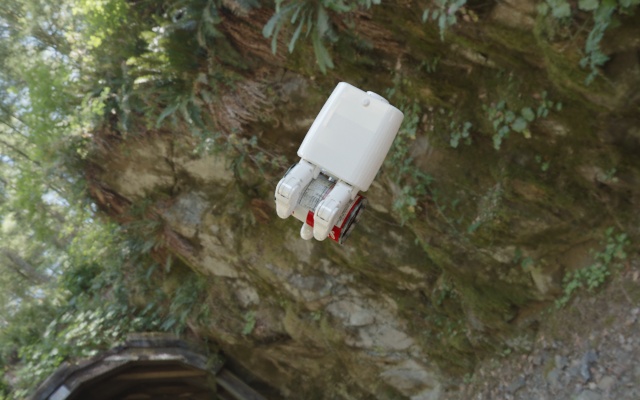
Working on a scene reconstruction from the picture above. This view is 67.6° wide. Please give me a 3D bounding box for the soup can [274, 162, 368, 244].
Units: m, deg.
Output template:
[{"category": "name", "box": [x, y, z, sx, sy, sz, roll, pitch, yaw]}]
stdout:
[{"category": "soup can", "box": [0.000, 0.002, 0.619, 0.102, 0.068, 0.068, 30, 7, 13]}]
